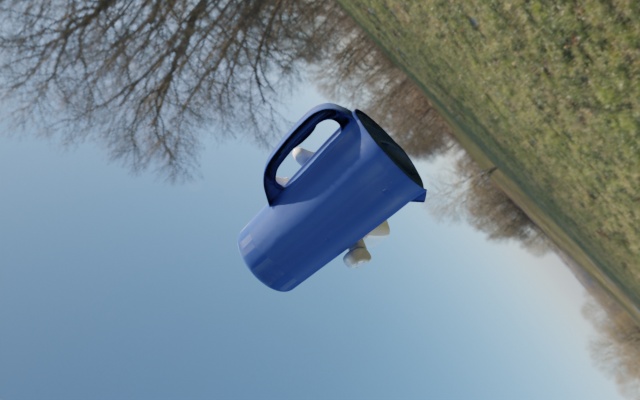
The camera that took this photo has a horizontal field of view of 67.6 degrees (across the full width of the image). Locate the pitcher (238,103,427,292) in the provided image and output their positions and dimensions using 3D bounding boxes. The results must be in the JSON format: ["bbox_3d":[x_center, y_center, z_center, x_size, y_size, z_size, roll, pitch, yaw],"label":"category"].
[{"bbox_3d":[0.000,0.002,0.617,0.243,0.149,0.145,-42,-21,18],"label":"pitcher"}]
